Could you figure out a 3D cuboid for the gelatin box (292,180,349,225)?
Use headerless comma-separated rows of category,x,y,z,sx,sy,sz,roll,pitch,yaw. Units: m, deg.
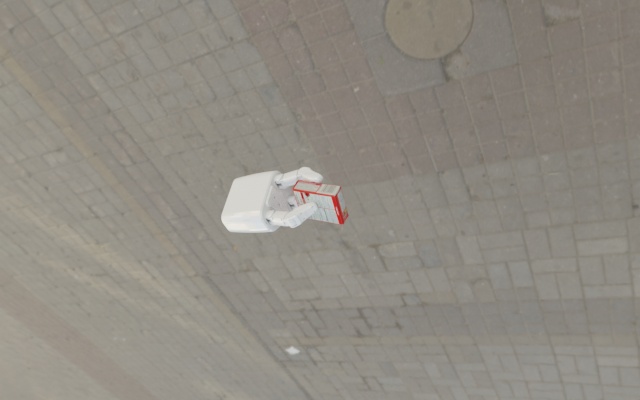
gelatin box,0.000,0.003,0.855,0.089,0.073,0.030,9,48,27
